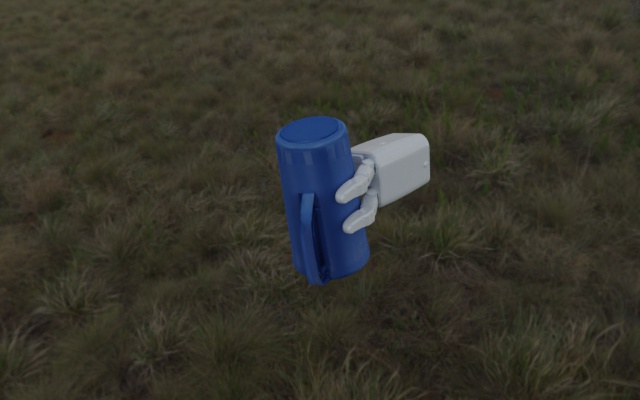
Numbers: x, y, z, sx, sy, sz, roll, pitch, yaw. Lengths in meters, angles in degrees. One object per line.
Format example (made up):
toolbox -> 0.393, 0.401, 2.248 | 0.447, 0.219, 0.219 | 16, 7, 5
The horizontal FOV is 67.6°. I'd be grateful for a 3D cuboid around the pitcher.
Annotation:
pitcher -> 0.000, 0.002, 0.751 | 0.145, 0.243, 0.149 | -24, 34, -21
